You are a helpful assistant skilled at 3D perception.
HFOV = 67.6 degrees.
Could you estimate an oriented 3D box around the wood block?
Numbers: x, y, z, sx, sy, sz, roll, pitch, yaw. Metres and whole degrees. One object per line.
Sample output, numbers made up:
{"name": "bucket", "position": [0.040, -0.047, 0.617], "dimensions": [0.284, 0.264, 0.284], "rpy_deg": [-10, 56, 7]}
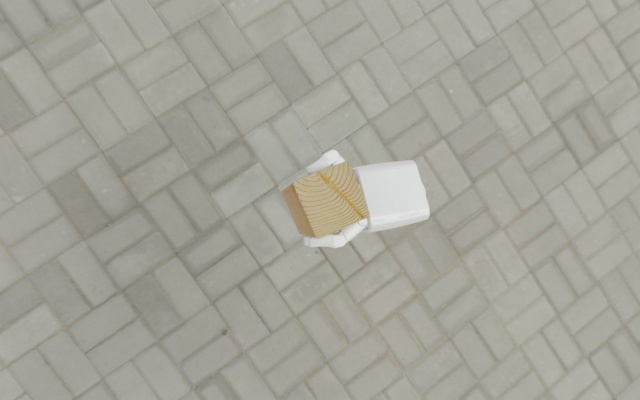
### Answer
{"name": "wood block", "position": [0.000, 0.002, 0.786], "dimensions": [0.090, 0.091, 0.206], "rpy_deg": [-22, 1, -10]}
